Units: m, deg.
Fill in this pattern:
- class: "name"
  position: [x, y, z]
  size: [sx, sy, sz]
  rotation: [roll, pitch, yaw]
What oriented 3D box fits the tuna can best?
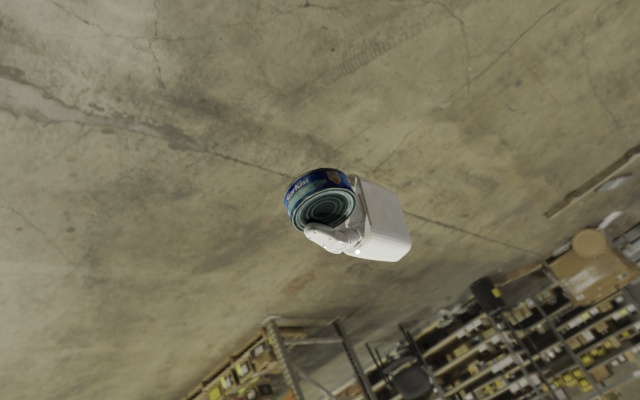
- class: "tuna can"
  position: [0.000, 0.002, 0.581]
  size: [0.086, 0.033, 0.086]
  rotation: [-15, -38, -12]
